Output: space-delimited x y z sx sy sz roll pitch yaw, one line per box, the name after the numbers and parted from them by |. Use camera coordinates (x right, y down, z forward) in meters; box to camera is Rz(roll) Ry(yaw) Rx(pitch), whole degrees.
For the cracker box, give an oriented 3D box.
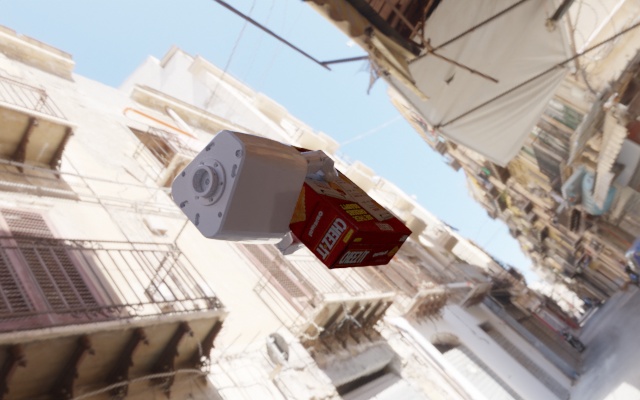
0.000 0.002 0.661 0.213 0.072 0.164 43 19 28 | cracker box
